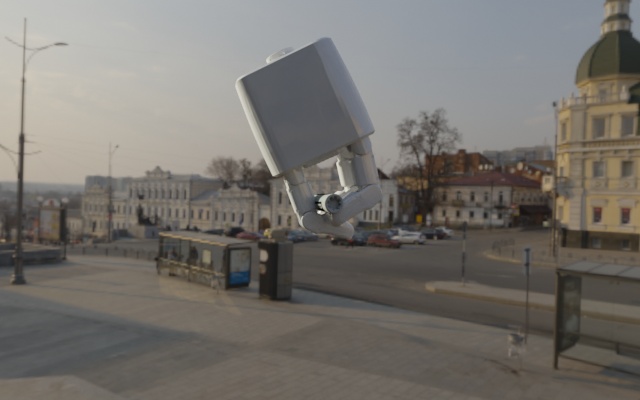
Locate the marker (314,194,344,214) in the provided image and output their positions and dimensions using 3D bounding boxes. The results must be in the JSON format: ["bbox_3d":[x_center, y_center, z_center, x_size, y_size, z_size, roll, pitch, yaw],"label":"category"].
[{"bbox_3d":[0.000,0.002,0.510,0.020,0.020,0.121,0,1,-12],"label":"marker"}]
